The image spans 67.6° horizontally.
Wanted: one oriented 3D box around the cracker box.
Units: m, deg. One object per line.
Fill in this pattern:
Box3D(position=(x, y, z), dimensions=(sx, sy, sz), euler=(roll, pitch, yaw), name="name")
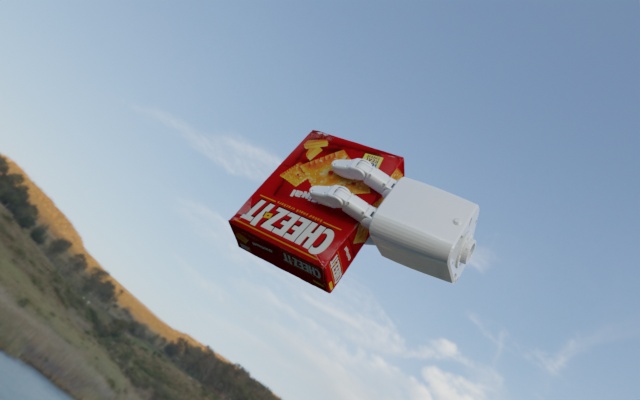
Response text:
Box3D(position=(0.000, 0.002, 0.685), dimensions=(0.164, 0.213, 0.072), euler=(22, -34, 28), name="cracker box")
